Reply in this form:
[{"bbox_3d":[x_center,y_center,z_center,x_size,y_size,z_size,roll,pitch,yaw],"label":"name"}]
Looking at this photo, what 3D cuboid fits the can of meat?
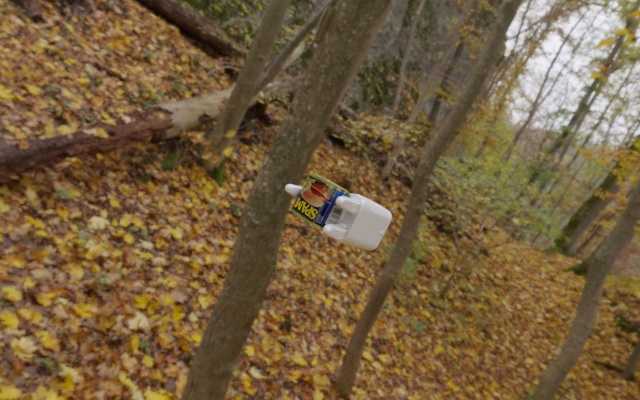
[{"bbox_3d":[0.000,0.003,0.887,0.057,0.084,0.102,24,6,-40],"label":"can of meat"}]
